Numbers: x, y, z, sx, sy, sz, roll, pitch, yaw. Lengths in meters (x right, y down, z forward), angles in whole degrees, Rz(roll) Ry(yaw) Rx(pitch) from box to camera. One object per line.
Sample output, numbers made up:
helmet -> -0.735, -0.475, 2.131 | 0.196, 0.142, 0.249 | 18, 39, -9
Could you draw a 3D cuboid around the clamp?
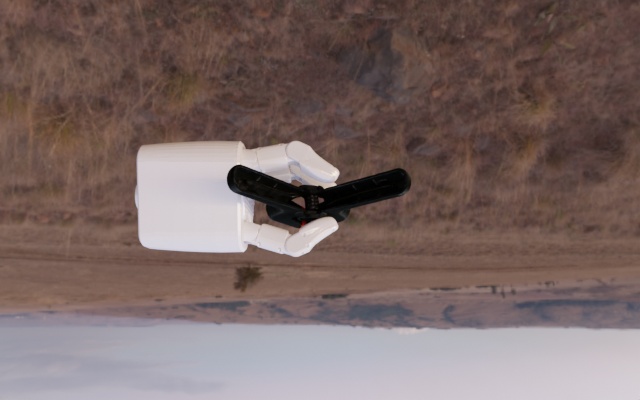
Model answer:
clamp -> 0.000, 0.003, 0.508 | 0.164, 0.036, 0.210 | 0, -13, 0
